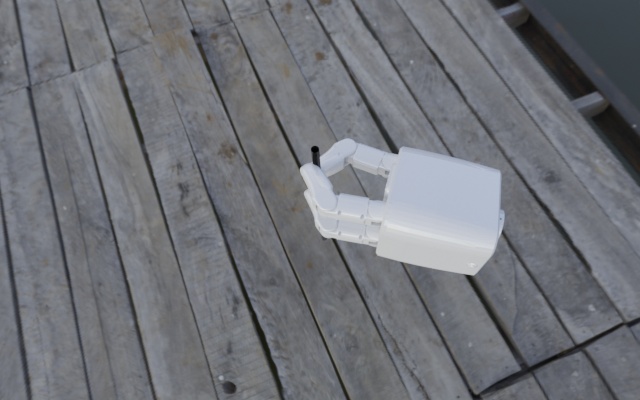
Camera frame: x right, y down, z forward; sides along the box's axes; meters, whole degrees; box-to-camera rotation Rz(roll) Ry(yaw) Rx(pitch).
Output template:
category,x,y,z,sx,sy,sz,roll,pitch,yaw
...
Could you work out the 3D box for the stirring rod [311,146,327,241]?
category,x,y,z,sx,sy,sz,roll,pitch,yaw
stirring rod,0.000,0.002,0.566,0.011,0.011,0.240,0,-25,3
